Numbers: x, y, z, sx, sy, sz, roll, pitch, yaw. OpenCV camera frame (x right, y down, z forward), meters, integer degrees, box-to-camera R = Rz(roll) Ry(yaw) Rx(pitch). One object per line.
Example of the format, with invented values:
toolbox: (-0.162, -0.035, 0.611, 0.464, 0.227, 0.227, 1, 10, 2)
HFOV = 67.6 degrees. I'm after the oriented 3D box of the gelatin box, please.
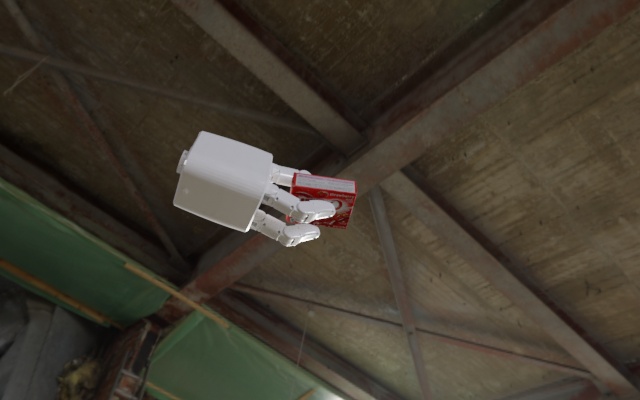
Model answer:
gelatin box: (0.000, 0.002, 0.664, 0.089, 0.030, 0.073, 7, -45, -6)
